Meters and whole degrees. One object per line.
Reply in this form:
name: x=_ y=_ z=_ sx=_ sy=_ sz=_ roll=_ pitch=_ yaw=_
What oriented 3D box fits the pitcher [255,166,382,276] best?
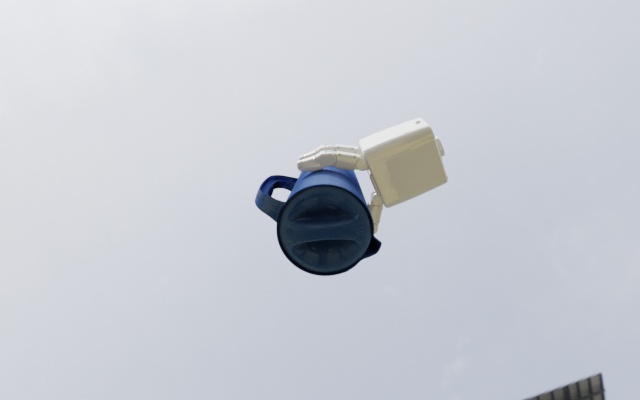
pitcher: x=0.000 y=0.002 z=0.751 sx=0.145 sy=0.149 sz=0.242 roll=-23 pitch=16 yaw=9
